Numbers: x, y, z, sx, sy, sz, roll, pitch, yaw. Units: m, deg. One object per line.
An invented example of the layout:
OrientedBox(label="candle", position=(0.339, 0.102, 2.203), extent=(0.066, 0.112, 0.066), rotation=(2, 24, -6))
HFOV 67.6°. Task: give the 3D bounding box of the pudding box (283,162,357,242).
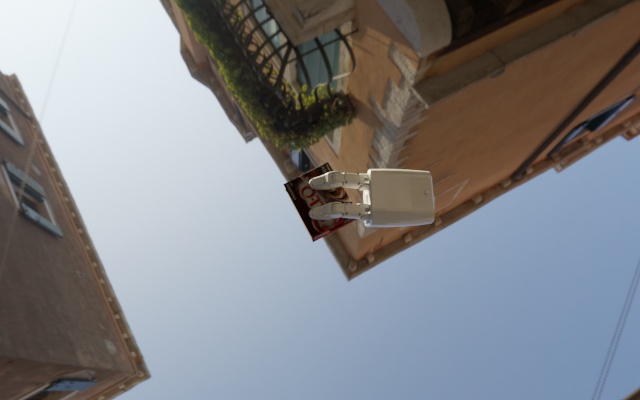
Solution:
OrientedBox(label="pudding box", position=(0.000, 0.003, 0.831), extent=(0.090, 0.113, 0.039), rotation=(-27, -20, -8))
